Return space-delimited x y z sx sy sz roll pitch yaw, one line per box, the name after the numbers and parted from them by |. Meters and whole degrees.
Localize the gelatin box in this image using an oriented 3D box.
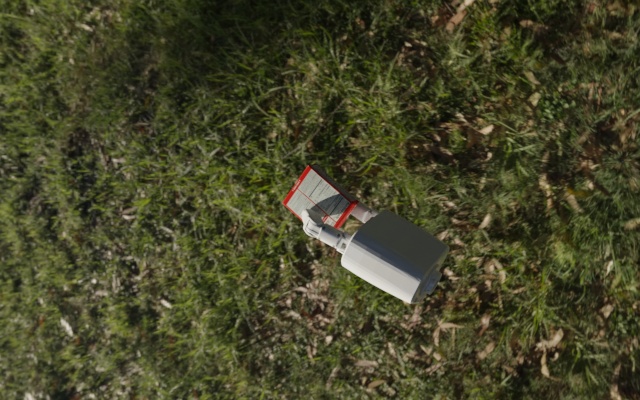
0.000 0.002 0.692 0.089 0.073 0.030 41 22 13 | gelatin box
